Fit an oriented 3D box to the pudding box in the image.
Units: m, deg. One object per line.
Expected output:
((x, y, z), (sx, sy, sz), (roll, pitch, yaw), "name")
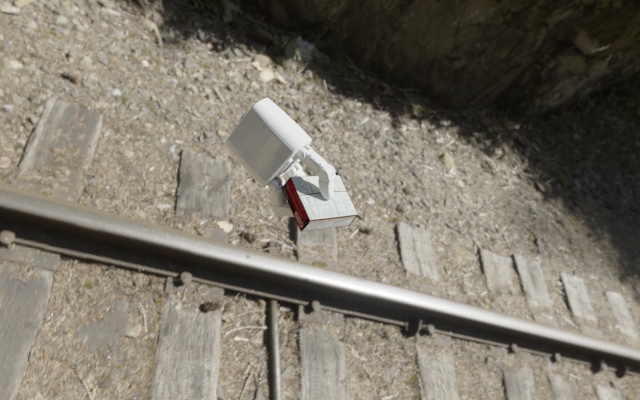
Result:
((0.000, 0.003, 0.821), (0.113, 0.090, 0.039), (-6, -29, -37), "pudding box")
